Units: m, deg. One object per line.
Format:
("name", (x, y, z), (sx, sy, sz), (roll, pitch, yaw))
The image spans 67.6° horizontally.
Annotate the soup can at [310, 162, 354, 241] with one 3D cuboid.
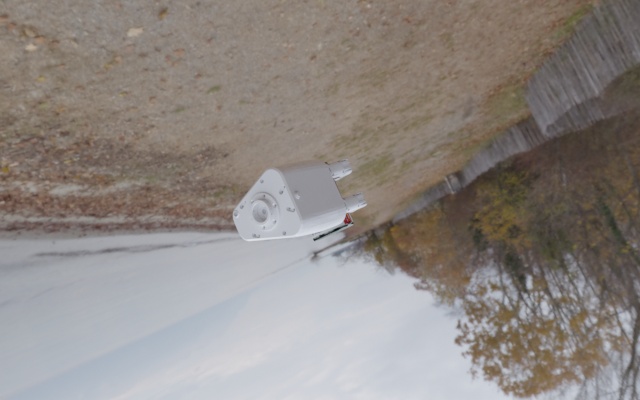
("soup can", (0.000, 0.003, 0.719), (0.068, 0.102, 0.068), (-24, -6, -3))
